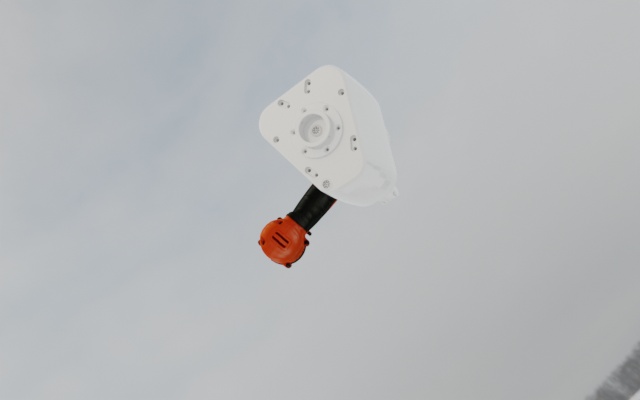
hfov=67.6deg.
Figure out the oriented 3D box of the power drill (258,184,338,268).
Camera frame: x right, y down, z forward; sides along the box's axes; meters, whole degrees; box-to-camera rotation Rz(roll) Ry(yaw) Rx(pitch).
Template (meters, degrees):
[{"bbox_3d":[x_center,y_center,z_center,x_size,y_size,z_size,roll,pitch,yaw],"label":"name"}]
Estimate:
[{"bbox_3d":[0.000,0.002,0.590,0.057,0.187,0.184,38,-6,2],"label":"power drill"}]
